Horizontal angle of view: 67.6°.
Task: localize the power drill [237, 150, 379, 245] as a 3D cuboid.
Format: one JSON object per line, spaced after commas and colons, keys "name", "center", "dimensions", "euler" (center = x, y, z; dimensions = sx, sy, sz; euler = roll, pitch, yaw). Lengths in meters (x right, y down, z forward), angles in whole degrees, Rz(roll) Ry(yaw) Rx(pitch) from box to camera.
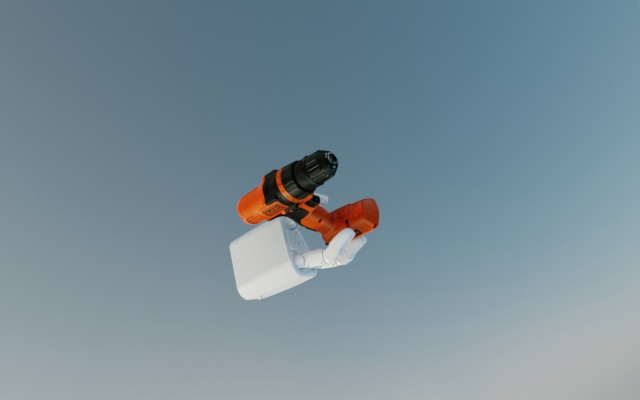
{"name": "power drill", "center": [0.000, 0.003, 0.701], "dimensions": [0.188, 0.057, 0.184], "euler": [25, -39, -39]}
